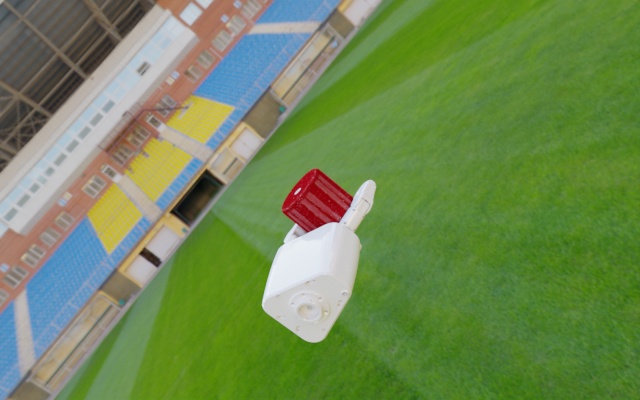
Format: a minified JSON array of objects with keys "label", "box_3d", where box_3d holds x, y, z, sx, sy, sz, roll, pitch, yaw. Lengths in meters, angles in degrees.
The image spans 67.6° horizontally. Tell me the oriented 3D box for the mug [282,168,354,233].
[{"label":"mug","box_3d":[0.000,0.001,0.698,0.081,0.093,0.117,39,27,-14]}]
